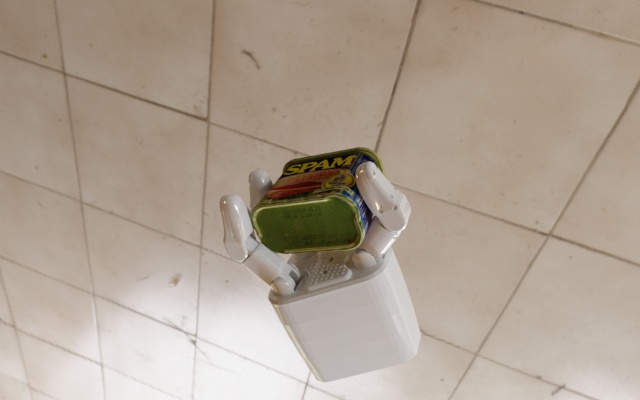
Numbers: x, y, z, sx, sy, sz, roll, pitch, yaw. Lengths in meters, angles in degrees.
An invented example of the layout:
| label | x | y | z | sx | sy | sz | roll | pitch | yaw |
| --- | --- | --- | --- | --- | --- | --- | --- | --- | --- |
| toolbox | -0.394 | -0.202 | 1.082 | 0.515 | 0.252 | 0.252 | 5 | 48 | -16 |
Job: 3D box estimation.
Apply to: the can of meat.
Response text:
| label | x | y | z | sx | sy | sz | roll | pitch | yaw |
| --- | --- | --- | --- | --- | --- | --- | --- | --- | --- |
| can of meat | 0.000 | 0.001 | 0.419 | 0.102 | 0.057 | 0.084 | -7 | 28 | 25 |
